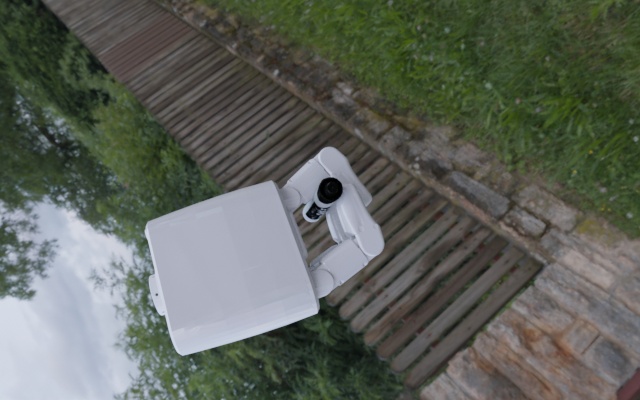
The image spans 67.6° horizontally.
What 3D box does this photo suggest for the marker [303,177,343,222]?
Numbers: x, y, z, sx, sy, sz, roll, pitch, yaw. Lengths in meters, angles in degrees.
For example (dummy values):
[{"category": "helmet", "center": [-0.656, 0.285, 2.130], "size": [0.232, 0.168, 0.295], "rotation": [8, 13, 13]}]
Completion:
[{"category": "marker", "center": [0.000, 0.001, 0.413], "size": [0.020, 0.020, 0.121], "rotation": [0, -10, -8]}]
